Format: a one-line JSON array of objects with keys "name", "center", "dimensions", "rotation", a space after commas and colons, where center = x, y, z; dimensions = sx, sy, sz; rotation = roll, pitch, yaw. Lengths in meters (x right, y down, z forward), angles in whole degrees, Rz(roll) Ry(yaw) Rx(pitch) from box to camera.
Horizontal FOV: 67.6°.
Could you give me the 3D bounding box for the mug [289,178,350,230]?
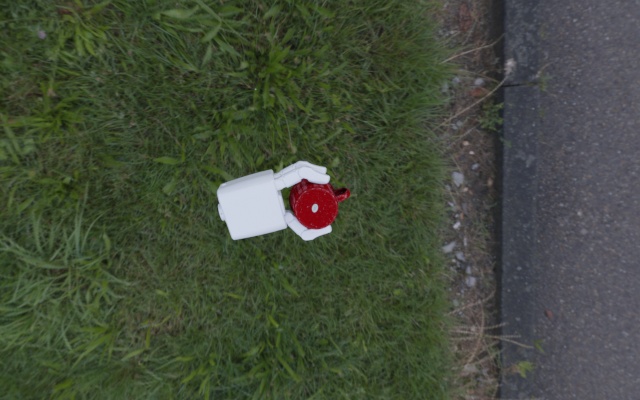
[{"name": "mug", "center": [0.002, 0.003, 0.897], "dimensions": [0.117, 0.093, 0.081], "rotation": [-16, 15, -2]}]
